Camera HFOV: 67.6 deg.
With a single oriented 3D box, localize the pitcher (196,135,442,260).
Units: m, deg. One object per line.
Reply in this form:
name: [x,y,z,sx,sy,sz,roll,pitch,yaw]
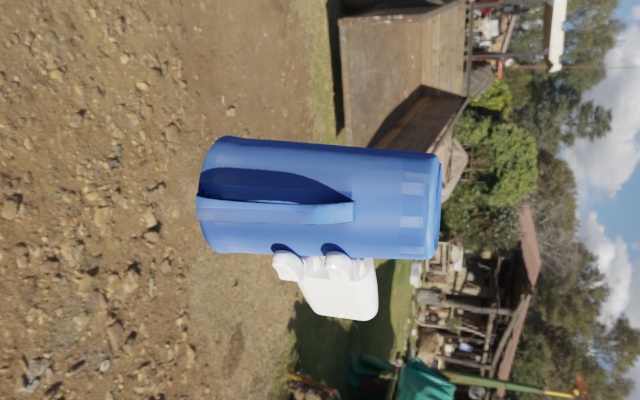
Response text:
pitcher: [0.000,0.002,0.503,0.243,0.149,0.145,3,-38,16]
